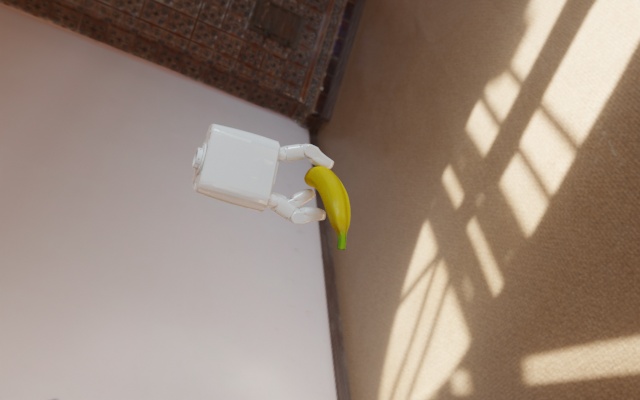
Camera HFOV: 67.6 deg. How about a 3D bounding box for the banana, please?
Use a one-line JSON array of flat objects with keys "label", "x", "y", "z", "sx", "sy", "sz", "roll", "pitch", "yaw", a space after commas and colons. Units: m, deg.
[{"label": "banana", "x": 0.008, "y": -0.011, "z": 0.731, "sx": 0.037, "sy": 0.070, "sz": 0.197, "roll": 13, "pitch": 28, "yaw": -23}]
